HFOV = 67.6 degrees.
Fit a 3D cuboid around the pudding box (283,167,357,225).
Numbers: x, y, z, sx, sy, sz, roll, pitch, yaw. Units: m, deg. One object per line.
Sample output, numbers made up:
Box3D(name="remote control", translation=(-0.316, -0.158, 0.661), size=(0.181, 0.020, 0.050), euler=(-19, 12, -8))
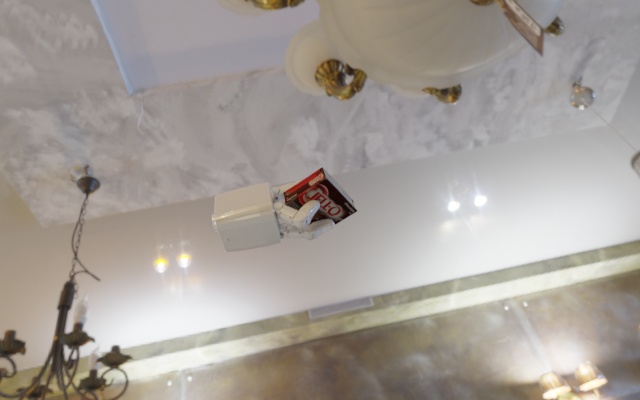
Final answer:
Box3D(name="pudding box", translation=(0.000, 0.003, 0.874), size=(0.090, 0.039, 0.113), euler=(-32, -46, 16))
